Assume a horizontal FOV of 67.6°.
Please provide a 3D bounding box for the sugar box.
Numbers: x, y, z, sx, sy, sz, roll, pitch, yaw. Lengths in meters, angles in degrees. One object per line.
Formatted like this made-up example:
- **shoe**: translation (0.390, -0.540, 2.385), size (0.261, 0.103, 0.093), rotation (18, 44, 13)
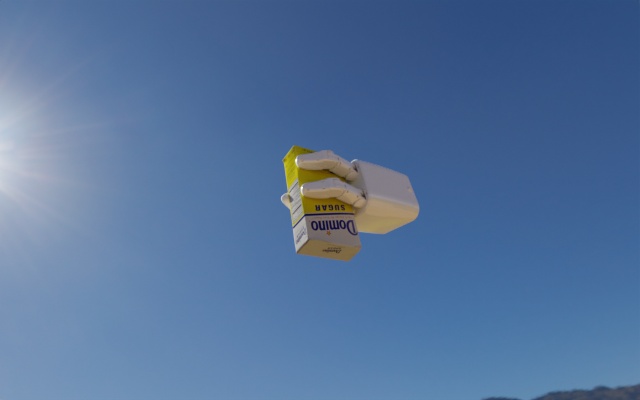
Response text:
- **sugar box**: translation (0.000, 0.002, 0.727), size (0.093, 0.176, 0.048), rotation (12, -43, -30)
